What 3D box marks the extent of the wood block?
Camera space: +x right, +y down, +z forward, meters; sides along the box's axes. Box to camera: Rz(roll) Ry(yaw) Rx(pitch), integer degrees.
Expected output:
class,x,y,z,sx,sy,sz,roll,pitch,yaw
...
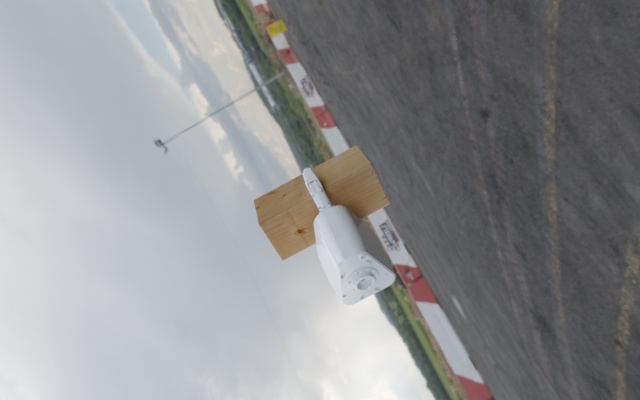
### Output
class,x,y,z,sx,sy,sz,roll,pitch,yaw
wood block,0.000,0.003,0.822,0.206,0.091,0.090,-28,30,2
